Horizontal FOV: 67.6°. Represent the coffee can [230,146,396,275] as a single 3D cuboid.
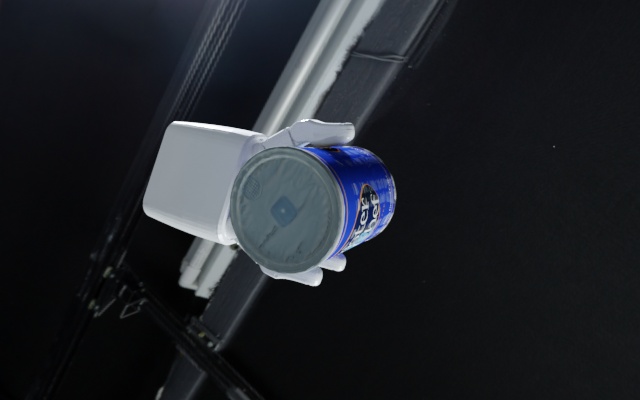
[{"bbox_3d":[0.000,0.001,0.438,0.103,0.103,0.140,0,6,26],"label":"coffee can"}]
